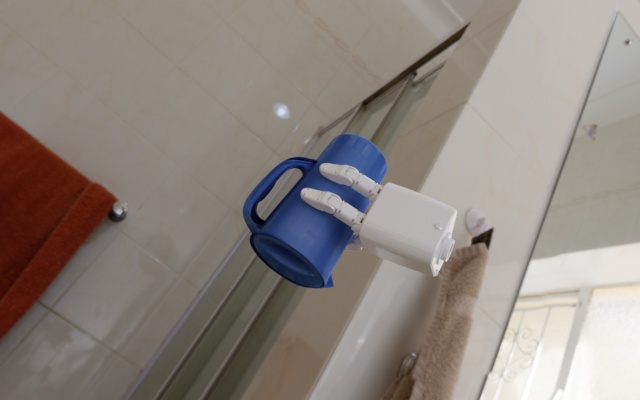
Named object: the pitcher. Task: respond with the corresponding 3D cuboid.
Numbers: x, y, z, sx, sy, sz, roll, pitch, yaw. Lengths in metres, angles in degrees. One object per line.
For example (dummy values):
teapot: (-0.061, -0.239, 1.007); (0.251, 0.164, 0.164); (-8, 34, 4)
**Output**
pitcher: (0.000, 0.003, 0.753); (0.145, 0.242, 0.149); (21, -31, 25)
